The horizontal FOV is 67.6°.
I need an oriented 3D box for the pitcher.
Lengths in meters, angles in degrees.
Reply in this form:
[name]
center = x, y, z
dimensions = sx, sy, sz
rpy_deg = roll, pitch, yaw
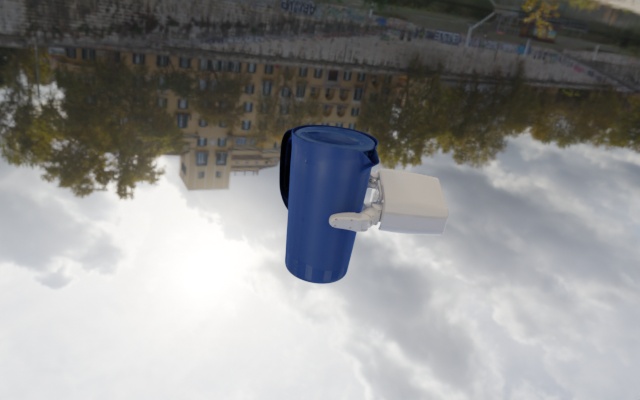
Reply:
[pitcher]
center = 0.000, 0.003, 0.774
dimensions = 0.145, 0.243, 0.149
rpy_deg = 6, 22, -7
